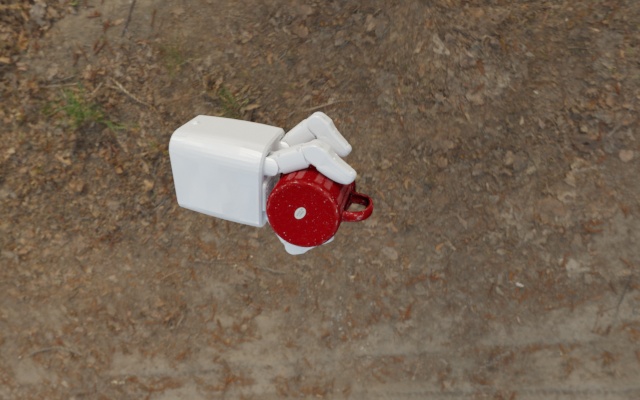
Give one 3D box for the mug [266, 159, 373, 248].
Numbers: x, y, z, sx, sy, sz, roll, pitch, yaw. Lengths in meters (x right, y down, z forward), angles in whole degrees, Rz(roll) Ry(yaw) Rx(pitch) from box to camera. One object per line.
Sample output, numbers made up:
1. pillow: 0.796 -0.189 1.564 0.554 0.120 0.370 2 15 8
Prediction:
1. mug: 0.001 0.002 0.531 0.117 0.093 0.081 12 27 7
